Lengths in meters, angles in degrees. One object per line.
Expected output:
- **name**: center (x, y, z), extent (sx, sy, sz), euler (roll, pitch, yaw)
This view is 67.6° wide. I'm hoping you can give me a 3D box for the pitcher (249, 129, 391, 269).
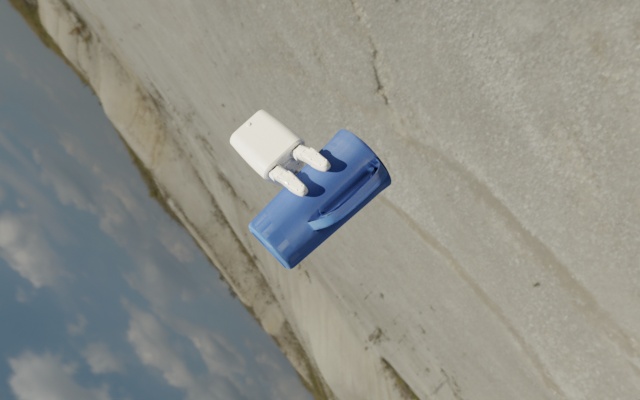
- **pitcher**: center (0.000, 0.003, 0.823), extent (0.145, 0.243, 0.149), euler (43, -9, 21)
